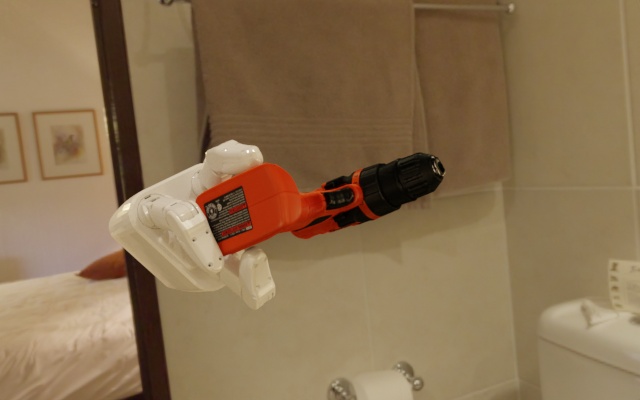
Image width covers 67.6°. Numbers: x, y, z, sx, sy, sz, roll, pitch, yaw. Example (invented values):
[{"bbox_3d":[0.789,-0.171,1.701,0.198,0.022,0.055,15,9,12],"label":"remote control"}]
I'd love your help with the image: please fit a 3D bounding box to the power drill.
[{"bbox_3d":[0.000,0.001,0.431,0.184,0.057,0.187,-24,-13,35],"label":"power drill"}]
